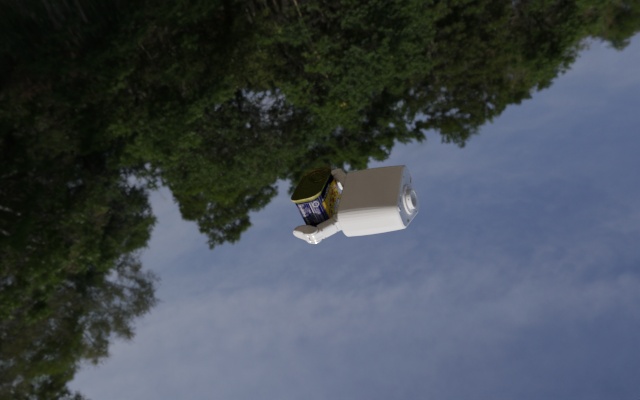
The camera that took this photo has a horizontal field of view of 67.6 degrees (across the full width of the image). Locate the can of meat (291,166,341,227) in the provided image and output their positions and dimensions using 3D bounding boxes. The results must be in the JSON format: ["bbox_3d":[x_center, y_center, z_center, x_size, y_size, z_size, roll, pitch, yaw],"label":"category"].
[{"bbox_3d":[0.000,0.003,0.843,0.057,0.084,0.102,-11,31,26],"label":"can of meat"}]
